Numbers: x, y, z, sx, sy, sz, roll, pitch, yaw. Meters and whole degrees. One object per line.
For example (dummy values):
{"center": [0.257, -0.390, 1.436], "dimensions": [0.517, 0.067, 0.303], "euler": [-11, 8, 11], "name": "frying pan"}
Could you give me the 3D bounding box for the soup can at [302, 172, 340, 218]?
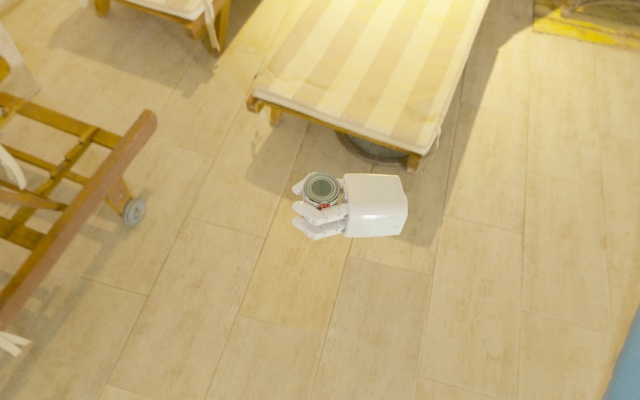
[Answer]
{"center": [0.000, 0.003, 0.884], "dimensions": [0.068, 0.068, 0.102], "euler": [0, -31, -4], "name": "soup can"}
